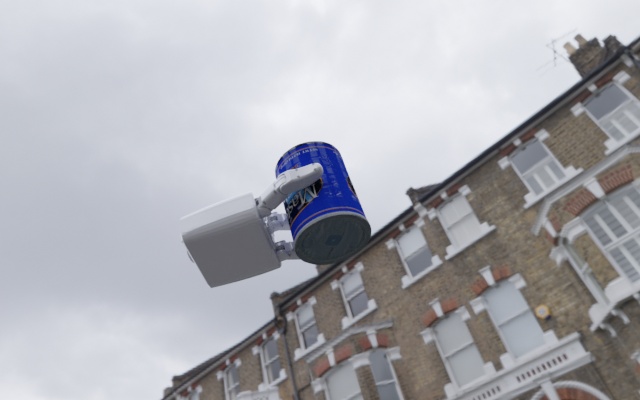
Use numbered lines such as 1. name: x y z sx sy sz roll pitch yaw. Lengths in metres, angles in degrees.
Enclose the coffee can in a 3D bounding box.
1. coffee can: 0.000 0.002 0.657 0.103 0.140 0.103 -11 -41 -9
